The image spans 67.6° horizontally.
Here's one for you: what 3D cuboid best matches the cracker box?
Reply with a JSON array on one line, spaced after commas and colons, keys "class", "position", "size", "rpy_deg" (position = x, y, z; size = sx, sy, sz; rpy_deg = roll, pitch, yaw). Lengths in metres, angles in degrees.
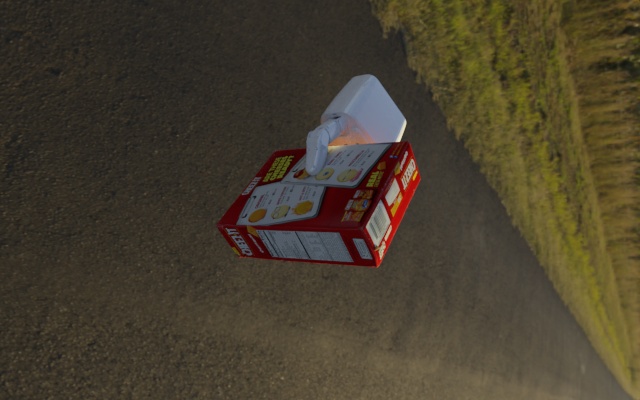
[{"class": "cracker box", "position": [0.000, 0.002, 0.613], "size": [0.213, 0.072, 0.164], "rpy_deg": [-1, 40, 34]}]
